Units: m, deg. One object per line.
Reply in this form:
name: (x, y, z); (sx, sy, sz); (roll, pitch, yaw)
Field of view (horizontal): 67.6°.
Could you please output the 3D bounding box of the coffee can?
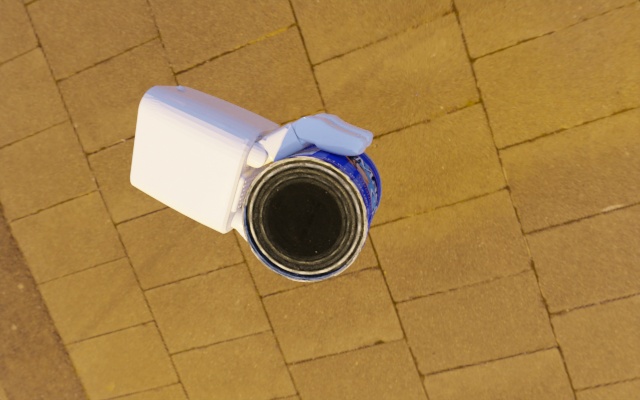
coffee can: (0.000, 0.002, 0.441); (0.103, 0.103, 0.140); (0, 12, 12)
